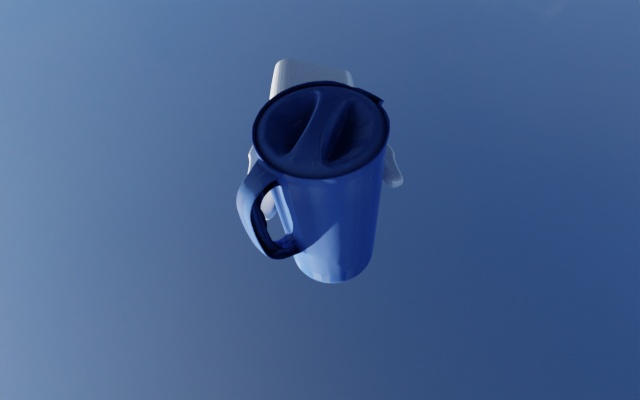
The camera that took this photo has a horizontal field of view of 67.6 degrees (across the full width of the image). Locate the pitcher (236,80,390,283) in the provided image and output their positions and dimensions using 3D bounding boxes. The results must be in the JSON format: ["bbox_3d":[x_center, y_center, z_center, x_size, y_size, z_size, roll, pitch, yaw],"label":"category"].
[{"bbox_3d":[0.000,0.002,0.546,0.149,0.145,0.243,-3,-37,3],"label":"pitcher"}]
